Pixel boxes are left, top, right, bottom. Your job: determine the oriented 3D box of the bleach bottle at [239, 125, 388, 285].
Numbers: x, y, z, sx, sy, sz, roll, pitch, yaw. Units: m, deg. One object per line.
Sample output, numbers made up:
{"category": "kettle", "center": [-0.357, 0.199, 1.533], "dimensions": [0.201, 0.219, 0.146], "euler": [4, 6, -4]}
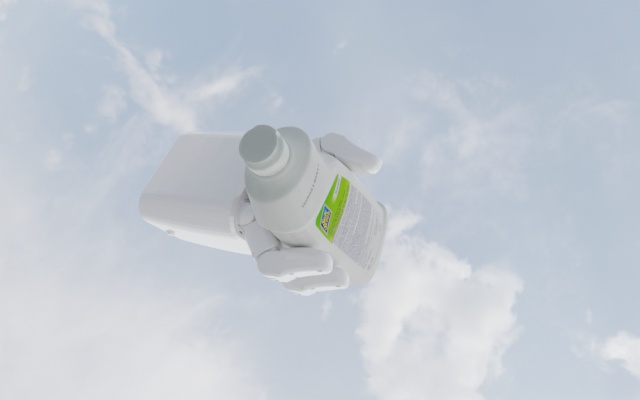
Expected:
{"category": "bleach bottle", "center": [0.000, 0.002, 0.425], "dimensions": [0.068, 0.102, 0.251], "euler": [7, -20, 22]}
